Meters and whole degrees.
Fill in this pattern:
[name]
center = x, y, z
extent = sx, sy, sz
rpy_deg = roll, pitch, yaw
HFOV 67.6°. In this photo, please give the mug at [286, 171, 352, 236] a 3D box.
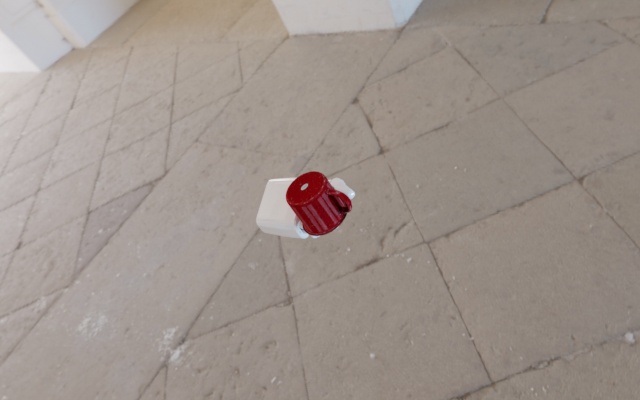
[mug]
center = 0.001, 0.003, 0.842
extent = 0.117, 0.093, 0.081
rpy_deg = 1, -39, 35
